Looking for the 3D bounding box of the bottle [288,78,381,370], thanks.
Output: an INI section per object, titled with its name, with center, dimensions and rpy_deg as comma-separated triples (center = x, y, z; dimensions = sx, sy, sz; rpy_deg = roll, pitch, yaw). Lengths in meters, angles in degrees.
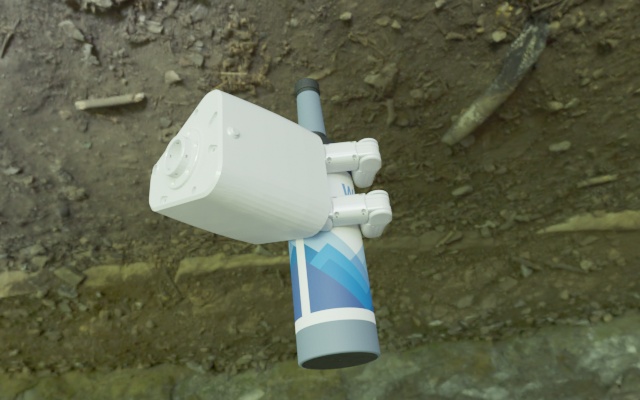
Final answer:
[bottle]
center = 0.000, 0.002, 0.454
dimensions = 0.069, 0.295, 0.069
rpy_deg = -5, -29, -3
